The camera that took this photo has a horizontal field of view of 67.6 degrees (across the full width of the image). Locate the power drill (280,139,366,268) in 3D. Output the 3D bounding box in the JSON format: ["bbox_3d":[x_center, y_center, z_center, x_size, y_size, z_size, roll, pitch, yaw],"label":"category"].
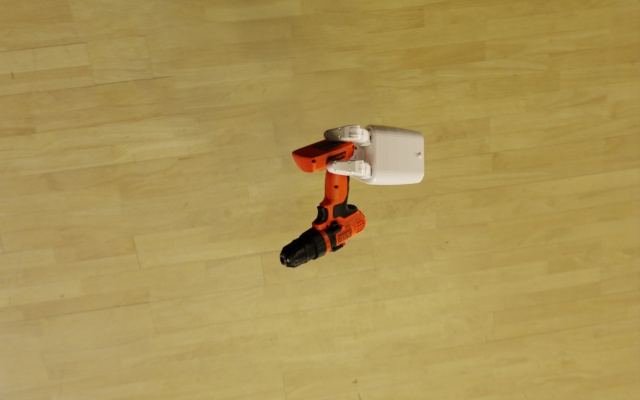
[{"bbox_3d":[0.000,0.002,0.779,0.057,0.188,0.184,21,35,40],"label":"power drill"}]
